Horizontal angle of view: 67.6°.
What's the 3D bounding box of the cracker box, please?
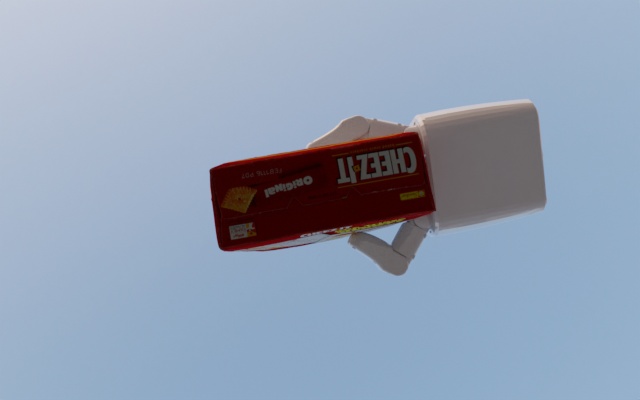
[{"bbox_3d":[0.000,0.002,0.456,0.164,0.072,0.214,-11,-6,-1],"label":"cracker box"}]
